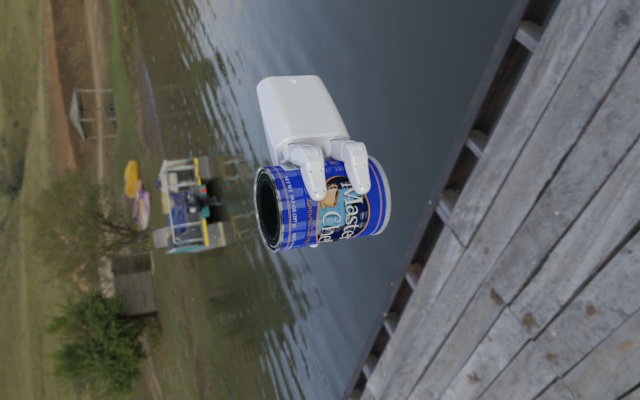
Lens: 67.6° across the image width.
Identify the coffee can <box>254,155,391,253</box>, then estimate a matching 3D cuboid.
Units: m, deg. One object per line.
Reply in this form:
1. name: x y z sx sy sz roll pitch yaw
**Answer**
1. coffee can: 0.000 0.002 0.585 0.140 0.103 0.103 -8 3 -23
